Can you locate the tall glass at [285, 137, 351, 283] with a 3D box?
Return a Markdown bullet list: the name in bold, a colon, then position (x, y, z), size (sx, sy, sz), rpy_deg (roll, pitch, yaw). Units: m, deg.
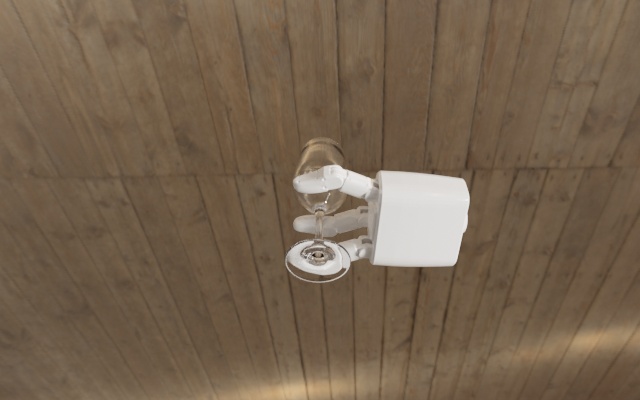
- **tall glass**: position (0.000, 0.002, 0.608), size (0.079, 0.079, 0.200), rpy_deg (0, 43, 2)
